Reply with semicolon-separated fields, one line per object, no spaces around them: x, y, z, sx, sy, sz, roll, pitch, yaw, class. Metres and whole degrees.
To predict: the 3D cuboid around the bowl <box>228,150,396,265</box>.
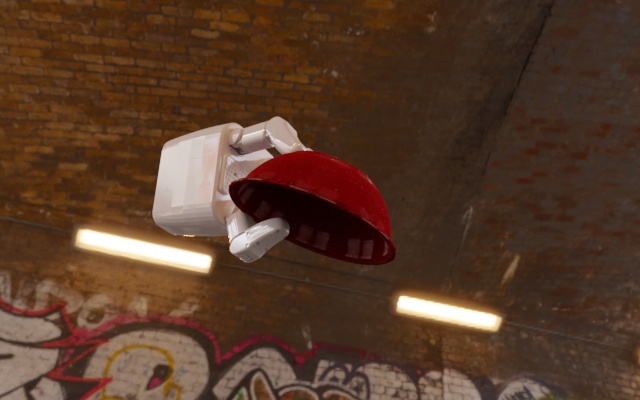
0.001;0.001;0.440;0.162;0.055;0.162;21;-20;8;bowl
